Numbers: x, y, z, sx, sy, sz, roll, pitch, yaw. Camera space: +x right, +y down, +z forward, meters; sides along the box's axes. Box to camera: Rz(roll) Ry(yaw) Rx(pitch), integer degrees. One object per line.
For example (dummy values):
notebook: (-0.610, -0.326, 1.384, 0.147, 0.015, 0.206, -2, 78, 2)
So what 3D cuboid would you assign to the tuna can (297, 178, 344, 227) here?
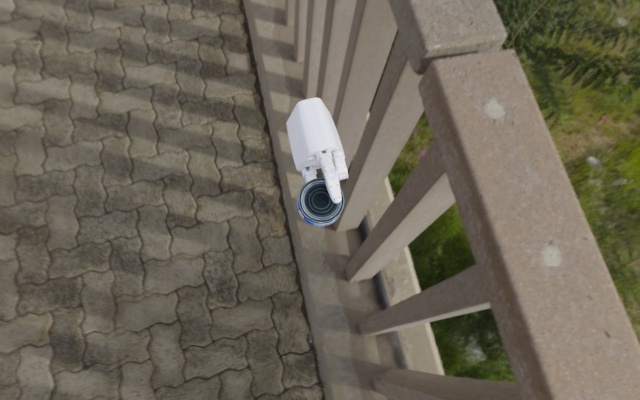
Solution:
tuna can: (0.000, 0.003, 0.868, 0.086, 0.086, 0.034, 0, -13, -6)
